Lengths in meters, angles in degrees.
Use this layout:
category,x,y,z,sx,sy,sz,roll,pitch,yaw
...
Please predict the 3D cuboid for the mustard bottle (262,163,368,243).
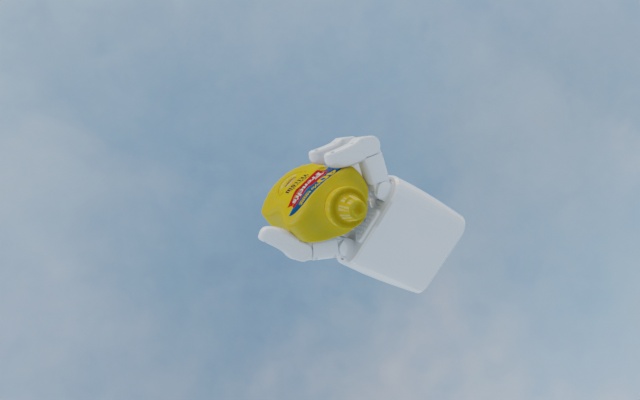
category,x,y,z,sx,sy,sz,roll,pitch,yaw
mustard bottle,0.000,0.001,0.524,0.096,0.058,0.191,-43,18,-13
